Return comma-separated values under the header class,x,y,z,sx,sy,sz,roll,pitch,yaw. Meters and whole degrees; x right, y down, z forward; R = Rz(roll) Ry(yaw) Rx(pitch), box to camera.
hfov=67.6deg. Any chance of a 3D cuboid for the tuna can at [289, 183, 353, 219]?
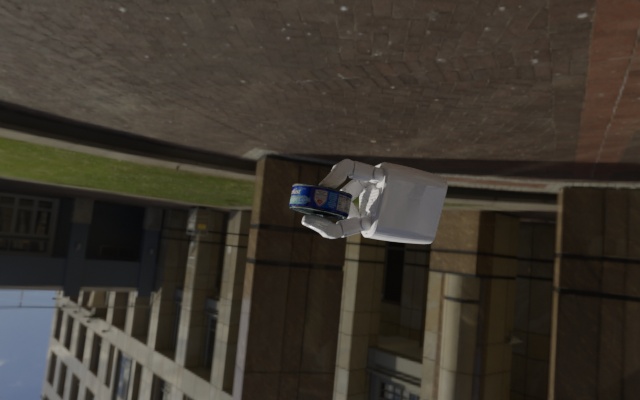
class,x,y,z,sx,sy,sz,roll,pitch,yaw
tuna can,0.000,0.003,0.669,0.086,0.033,0.086,11,-7,1
